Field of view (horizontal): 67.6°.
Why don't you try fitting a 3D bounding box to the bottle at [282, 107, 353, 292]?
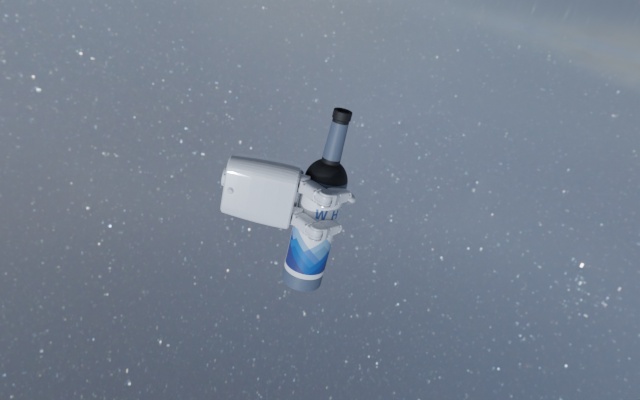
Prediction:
[{"bbox_3d":[0.000,0.003,0.737,0.069,0.296,0.069,12,25,-5],"label":"bottle"}]
